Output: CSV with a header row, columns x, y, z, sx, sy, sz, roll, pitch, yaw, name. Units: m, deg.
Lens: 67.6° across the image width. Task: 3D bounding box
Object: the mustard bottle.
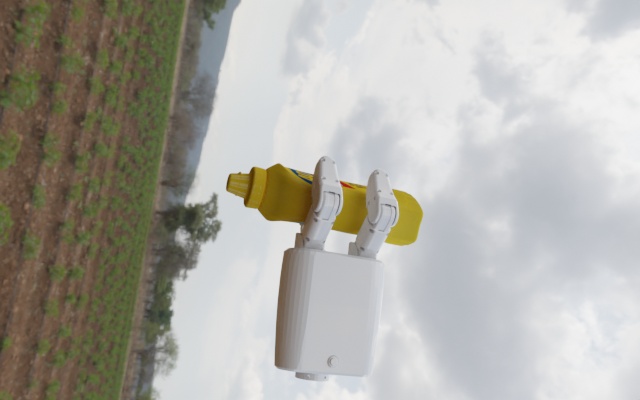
x,y,z,sx,sy,sz,roll,pitch,yaw,name
0.000,0.001,0.486,0.191,0.058,0.096,11,9,-18,mustard bottle
